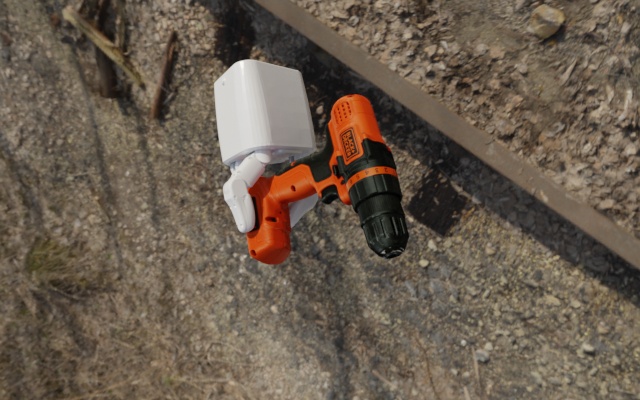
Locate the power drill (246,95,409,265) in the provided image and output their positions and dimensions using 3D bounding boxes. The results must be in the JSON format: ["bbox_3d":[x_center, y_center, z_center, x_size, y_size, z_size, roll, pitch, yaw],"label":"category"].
[{"bbox_3d":[0.000,0.002,0.516,0.188,0.184,0.057,-30,-34,30],"label":"power drill"}]
